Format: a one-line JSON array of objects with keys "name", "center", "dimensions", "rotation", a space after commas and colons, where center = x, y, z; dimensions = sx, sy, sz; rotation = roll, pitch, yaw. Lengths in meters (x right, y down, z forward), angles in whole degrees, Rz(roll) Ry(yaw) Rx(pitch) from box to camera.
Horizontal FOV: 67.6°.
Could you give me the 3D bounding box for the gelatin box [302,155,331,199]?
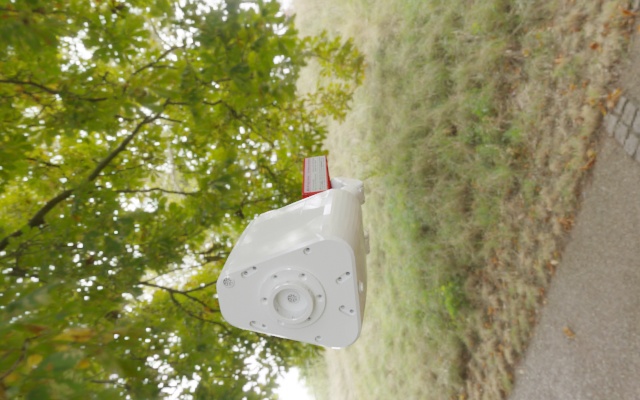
[{"name": "gelatin box", "center": [0.000, 0.002, 0.527], "dimensions": [0.030, 0.073, 0.089], "rotation": [-8, 30, 3]}]
